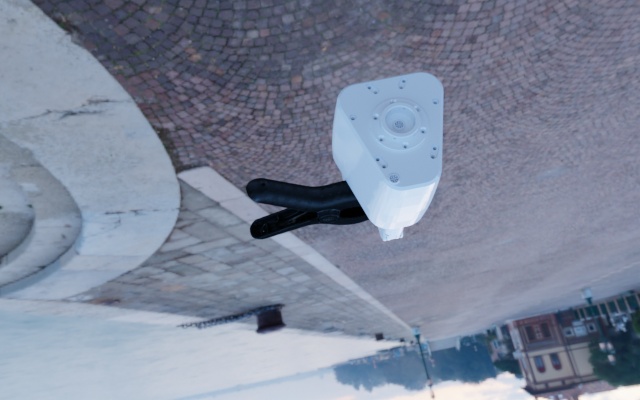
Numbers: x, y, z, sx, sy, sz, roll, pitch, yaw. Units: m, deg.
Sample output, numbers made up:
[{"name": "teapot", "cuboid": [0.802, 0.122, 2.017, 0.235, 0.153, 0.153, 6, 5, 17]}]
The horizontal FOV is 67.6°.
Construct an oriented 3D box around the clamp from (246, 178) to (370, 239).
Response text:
[{"name": "clamp", "cuboid": [0.000, 0.002, 0.510, 0.171, 0.039, 0.120, -11, -19, -2]}]
